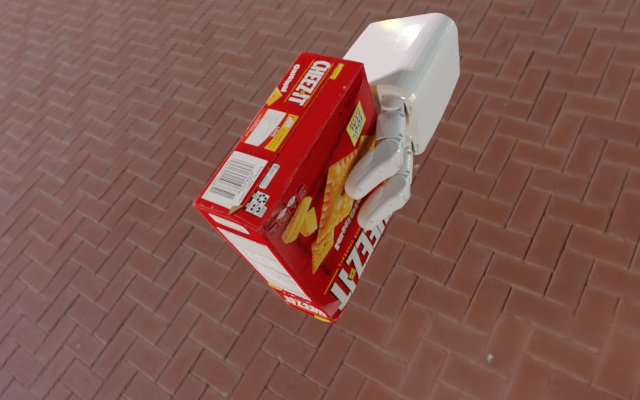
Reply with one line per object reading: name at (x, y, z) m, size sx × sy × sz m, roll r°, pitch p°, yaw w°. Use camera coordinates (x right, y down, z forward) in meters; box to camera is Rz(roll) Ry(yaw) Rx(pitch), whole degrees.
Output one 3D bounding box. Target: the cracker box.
cracker box at (0.000, 0.001, 0.445) m, size 0.072 × 0.164 × 0.214 m, roll 19°, pitch -23°, yaw 28°
